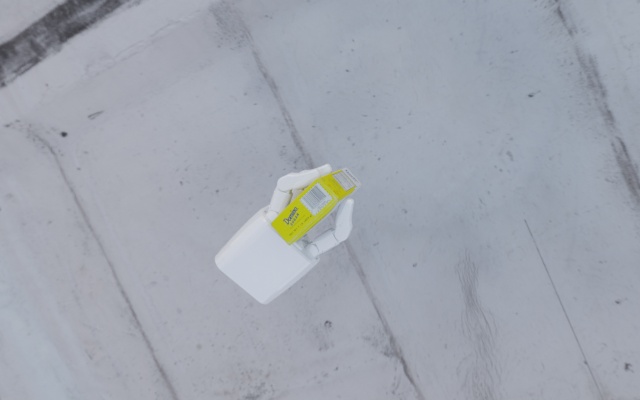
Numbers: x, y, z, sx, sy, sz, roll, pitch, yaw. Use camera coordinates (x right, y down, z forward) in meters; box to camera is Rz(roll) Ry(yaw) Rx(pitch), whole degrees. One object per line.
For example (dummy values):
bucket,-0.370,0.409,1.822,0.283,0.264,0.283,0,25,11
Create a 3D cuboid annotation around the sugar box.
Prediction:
sugar box,0.000,0.002,0.688,0.093,0.048,0.176,-42,-1,16
